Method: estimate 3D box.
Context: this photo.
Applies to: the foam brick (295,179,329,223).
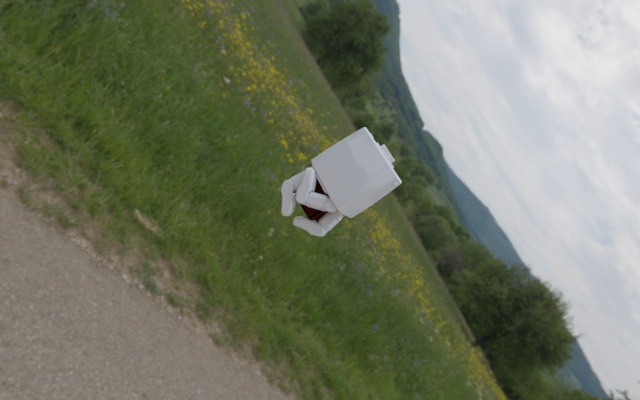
[{"bbox_3d":[0.000,0.003,0.826,0.051,0.053,0.078,-34,-15,9],"label":"foam brick"}]
